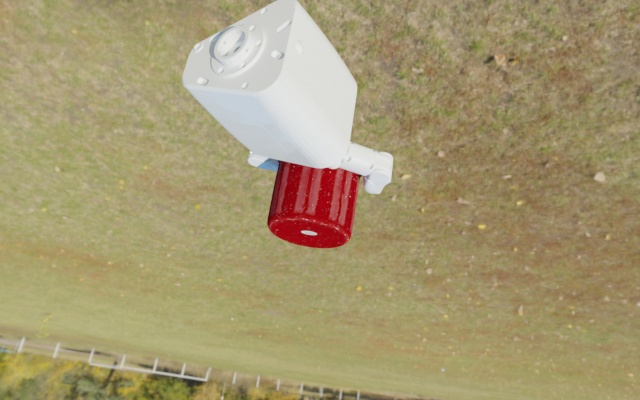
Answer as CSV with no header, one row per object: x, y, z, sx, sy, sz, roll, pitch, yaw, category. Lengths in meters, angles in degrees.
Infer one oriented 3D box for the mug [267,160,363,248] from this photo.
0.001,0.002,0.478,0.093,0.081,0.117,-4,-27,29,mug
